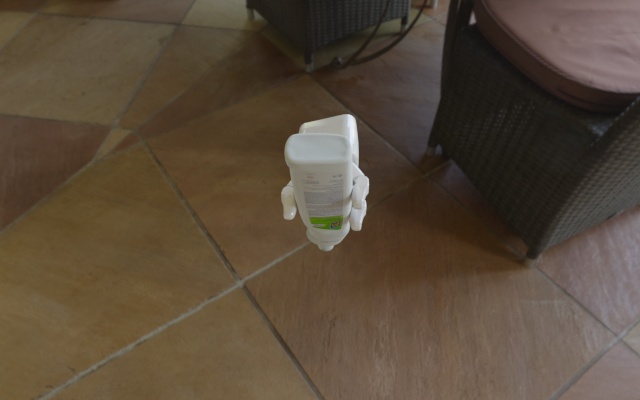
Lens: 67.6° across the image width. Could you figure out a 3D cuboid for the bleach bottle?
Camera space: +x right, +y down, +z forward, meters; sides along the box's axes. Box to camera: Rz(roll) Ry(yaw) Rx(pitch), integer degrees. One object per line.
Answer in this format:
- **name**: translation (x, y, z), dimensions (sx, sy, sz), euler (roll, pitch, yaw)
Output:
- **bleach bottle**: translation (0.000, 0.003, 0.790), dimensions (0.102, 0.068, 0.251), euler (1, -40, 1)
